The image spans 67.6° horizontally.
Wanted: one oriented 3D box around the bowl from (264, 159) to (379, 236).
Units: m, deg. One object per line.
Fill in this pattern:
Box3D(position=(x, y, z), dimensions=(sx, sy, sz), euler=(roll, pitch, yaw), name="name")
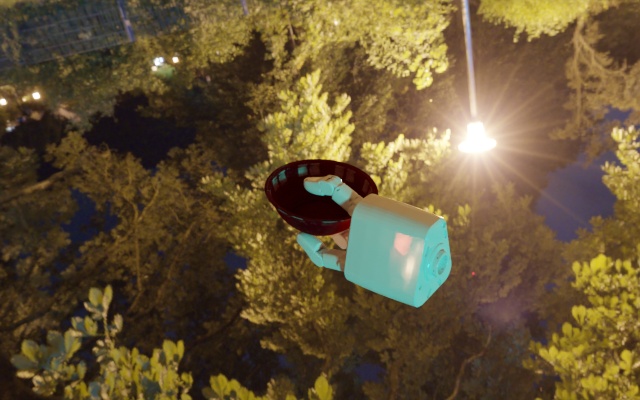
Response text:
Box3D(position=(-0.001, 0.002, 0.691), dimensions=(0.162, 0.055, 0.162), euler=(3, 35, -2), name="bowl")
